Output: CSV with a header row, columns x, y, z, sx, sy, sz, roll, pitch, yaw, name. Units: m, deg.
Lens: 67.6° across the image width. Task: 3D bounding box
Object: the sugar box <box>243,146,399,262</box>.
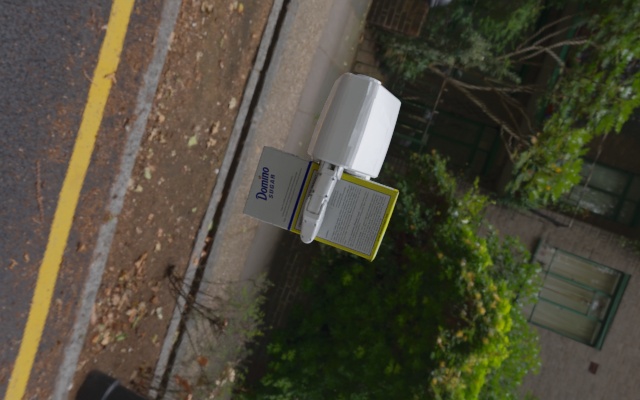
x,y,z,sx,sy,sz,roll,pitch,yaw,name
0.000,0.002,0.604,0.176,0.093,0.048,21,7,9,sugar box
